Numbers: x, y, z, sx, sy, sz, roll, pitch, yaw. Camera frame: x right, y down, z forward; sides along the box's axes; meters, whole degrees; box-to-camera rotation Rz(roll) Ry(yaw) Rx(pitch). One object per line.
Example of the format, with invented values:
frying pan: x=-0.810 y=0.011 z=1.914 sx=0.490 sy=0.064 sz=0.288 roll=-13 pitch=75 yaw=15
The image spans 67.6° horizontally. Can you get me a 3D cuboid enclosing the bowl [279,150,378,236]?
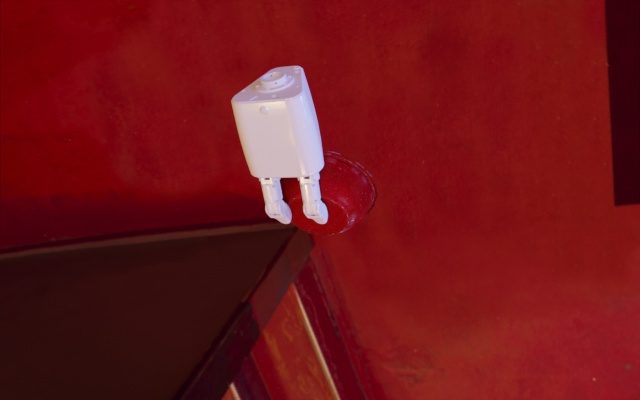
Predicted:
bowl: x=0.001 y=0.003 z=0.700 sx=0.162 sy=0.055 sz=0.162 roll=8 pitch=-39 yaw=7
